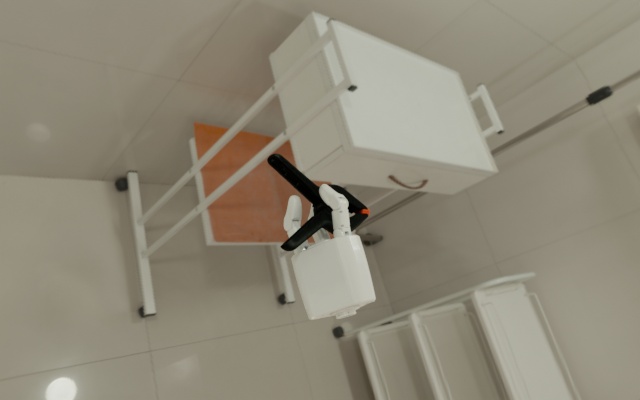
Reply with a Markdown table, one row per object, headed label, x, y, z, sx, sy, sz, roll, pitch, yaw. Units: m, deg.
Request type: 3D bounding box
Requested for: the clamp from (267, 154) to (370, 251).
| label | x | y | z | sx | sy | sz | roll | pitch | yaw |
| --- | --- | --- | --- | --- | --- | --- | --- | --- | --- |
| clamp | 0.001 | 0.003 | 0.804 | 0.210 | 0.164 | 0.036 | 2 | -24 | -44 |
